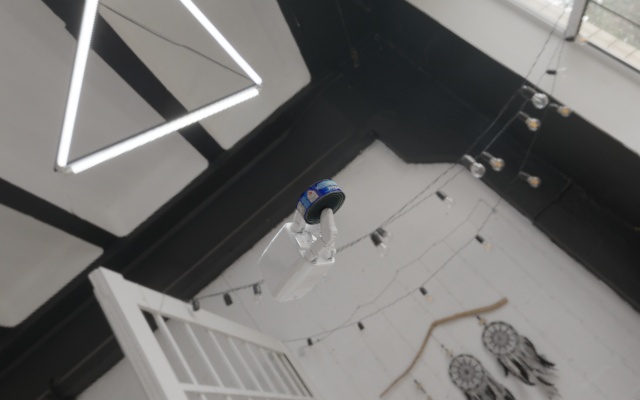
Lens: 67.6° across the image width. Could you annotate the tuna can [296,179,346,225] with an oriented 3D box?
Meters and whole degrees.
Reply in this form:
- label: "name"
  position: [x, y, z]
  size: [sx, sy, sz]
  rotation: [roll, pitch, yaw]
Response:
- label: "tuna can"
  position: [0.000, 0.002, 0.845]
  size: [0.086, 0.033, 0.086]
  rotation: [-29, -27, -16]
